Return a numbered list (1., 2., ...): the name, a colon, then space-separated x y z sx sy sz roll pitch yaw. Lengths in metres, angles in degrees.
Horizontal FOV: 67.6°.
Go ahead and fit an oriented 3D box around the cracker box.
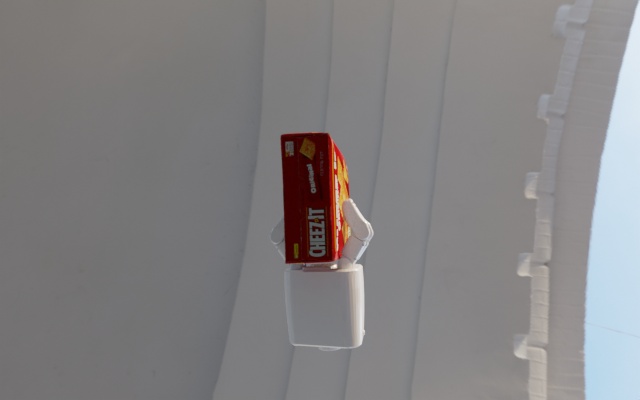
1. cracker box: 0.000 0.002 0.692 0.072 0.164 0.214 -3 -4 8
